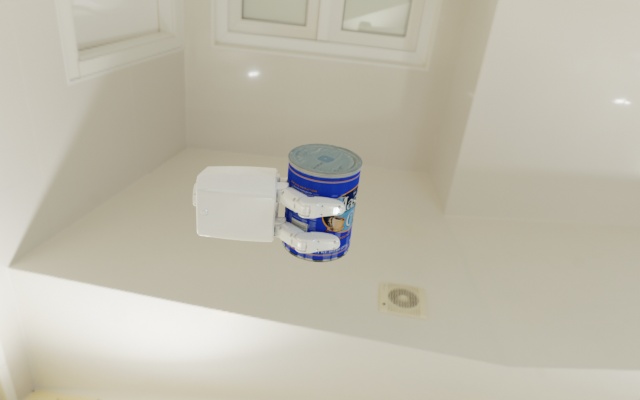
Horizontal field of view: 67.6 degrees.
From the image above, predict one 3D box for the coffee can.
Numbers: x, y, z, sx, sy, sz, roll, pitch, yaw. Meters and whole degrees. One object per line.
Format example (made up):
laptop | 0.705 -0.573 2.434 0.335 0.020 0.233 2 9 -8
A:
coffee can | 0.000 0.002 0.687 0.103 0.140 0.102 5 28 -3
